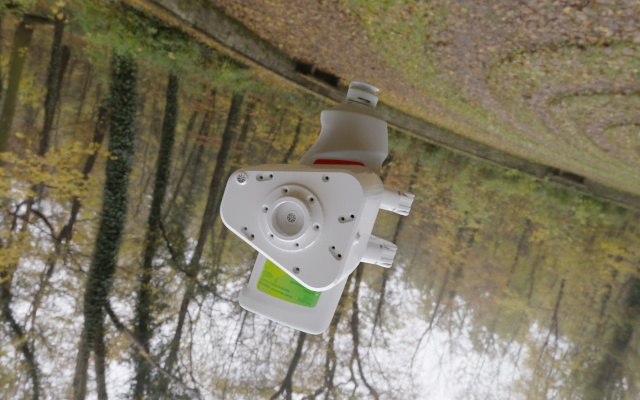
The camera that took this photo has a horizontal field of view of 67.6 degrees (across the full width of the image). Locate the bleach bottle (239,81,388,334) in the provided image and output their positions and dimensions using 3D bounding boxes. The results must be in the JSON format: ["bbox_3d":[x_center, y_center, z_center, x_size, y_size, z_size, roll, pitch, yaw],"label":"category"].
[{"bbox_3d":[0.000,0.002,0.491,0.102,0.251,0.068,18,6,11],"label":"bleach bottle"}]
